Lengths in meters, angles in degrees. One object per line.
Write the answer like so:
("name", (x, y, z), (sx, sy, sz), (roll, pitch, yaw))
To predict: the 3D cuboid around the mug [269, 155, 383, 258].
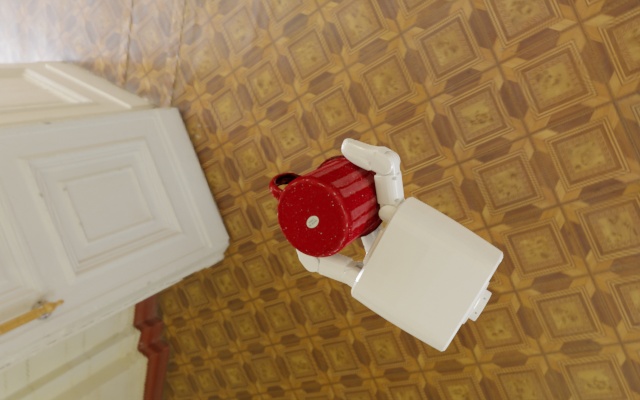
("mug", (-0.001, 0.001, 0.486), (0.117, 0.093, 0.081), (29, 28, 19))
